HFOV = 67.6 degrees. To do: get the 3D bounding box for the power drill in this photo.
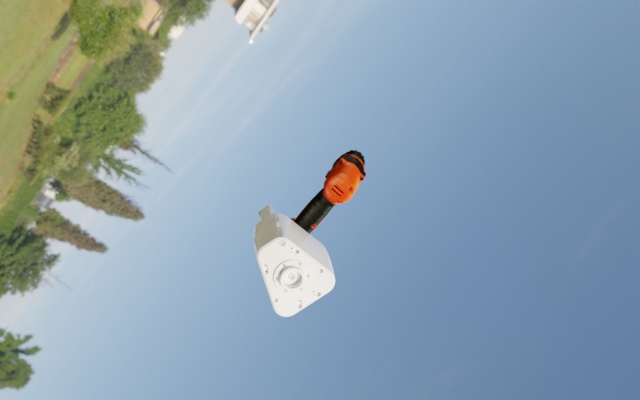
[{"bbox_3d":[0.000,0.003,0.779,0.057,0.188,0.184,39,22,-1],"label":"power drill"}]
